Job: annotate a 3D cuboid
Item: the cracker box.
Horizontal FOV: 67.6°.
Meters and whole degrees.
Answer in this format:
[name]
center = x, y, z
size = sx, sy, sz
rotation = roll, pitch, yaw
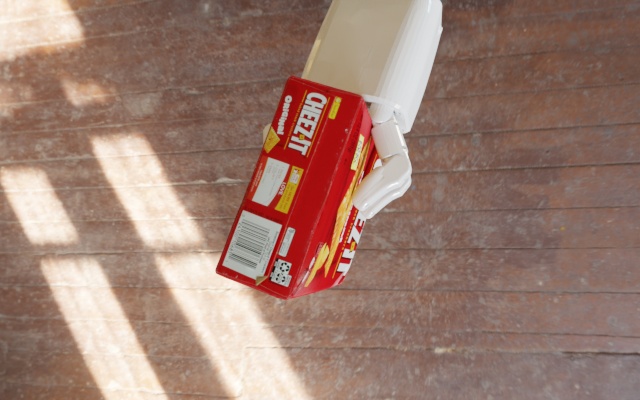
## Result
[cracker box]
center = 0.000, 0.001, 0.455
size = 0.072, 0.164, 0.214
rotation = 20, -2, 15
